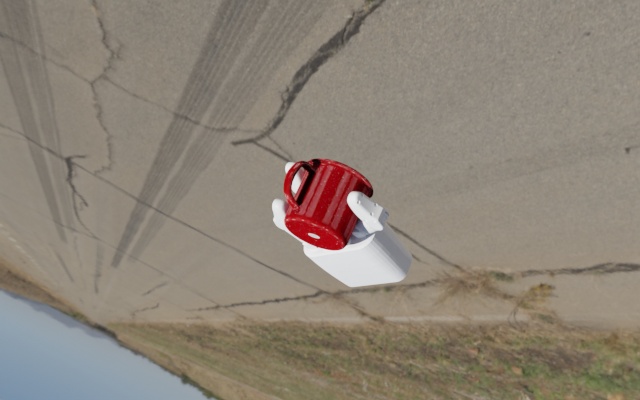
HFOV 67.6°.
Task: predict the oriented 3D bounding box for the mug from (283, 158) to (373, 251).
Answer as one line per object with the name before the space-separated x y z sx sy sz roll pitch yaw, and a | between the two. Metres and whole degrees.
mug | -0.001 0.001 0.573 0.093 0.081 0.117 0 -32 45
